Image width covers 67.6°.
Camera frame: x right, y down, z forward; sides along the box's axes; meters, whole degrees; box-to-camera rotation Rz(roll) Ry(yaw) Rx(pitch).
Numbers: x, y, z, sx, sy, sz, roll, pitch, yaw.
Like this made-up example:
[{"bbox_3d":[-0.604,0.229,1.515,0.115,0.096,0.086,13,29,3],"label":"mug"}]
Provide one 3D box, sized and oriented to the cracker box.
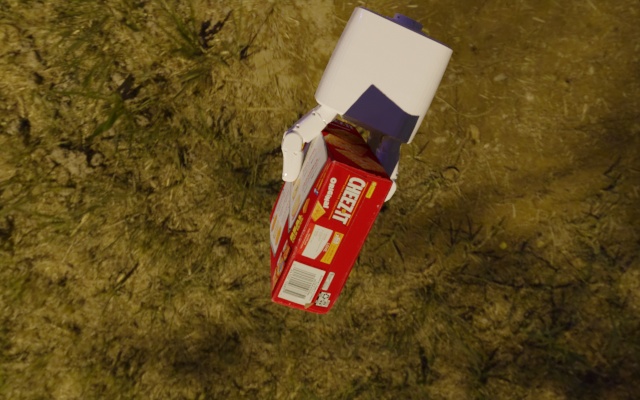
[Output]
[{"bbox_3d":[0.000,0.002,0.558,0.072,0.164,0.213,19,19,-13],"label":"cracker box"}]
